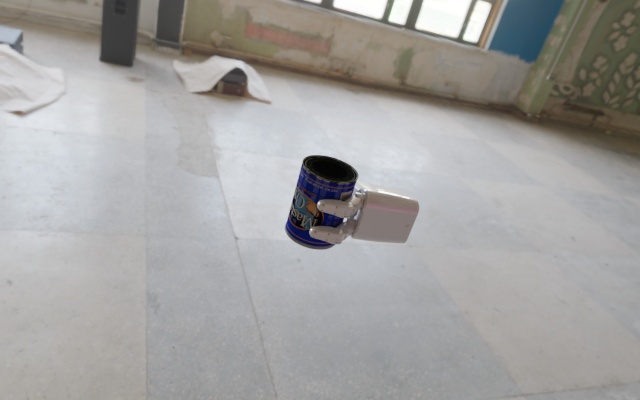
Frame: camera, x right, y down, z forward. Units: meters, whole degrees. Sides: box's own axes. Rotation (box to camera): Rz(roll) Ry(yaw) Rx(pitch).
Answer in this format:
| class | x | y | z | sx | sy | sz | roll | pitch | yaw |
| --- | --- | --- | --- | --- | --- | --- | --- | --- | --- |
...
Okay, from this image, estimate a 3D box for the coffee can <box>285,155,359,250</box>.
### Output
| class | x | y | z | sx | sy | sz | roll | pitch | yaw |
| --- | --- | --- | --- | --- | --- | --- | --- | --- | --- |
| coffee can | 0.000 | 0.003 | 0.864 | 0.103 | 0.140 | 0.102 | 13 | 28 | -7 |
